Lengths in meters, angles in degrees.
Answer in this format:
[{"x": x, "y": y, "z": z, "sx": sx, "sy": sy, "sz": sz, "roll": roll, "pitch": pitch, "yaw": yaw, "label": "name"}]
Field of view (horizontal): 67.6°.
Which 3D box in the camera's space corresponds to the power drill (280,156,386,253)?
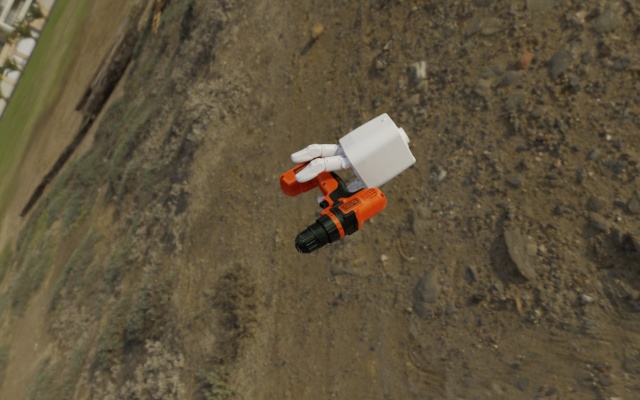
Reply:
[{"x": 0.000, "y": 0.002, "z": 0.885, "sx": 0.184, "sy": 0.057, "sz": 0.187, "roll": -29, "pitch": 46, "yaw": -17, "label": "power drill"}]
